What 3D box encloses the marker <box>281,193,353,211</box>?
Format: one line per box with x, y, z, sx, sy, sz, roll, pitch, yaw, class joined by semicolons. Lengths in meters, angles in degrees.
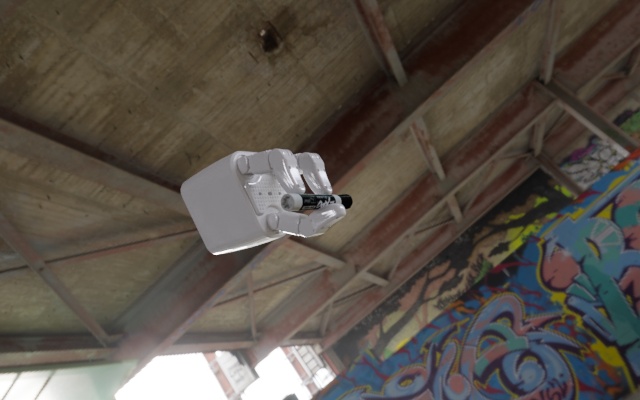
0.000;0.002;0.547;0.020;0.020;0.121;0;0;36;marker
